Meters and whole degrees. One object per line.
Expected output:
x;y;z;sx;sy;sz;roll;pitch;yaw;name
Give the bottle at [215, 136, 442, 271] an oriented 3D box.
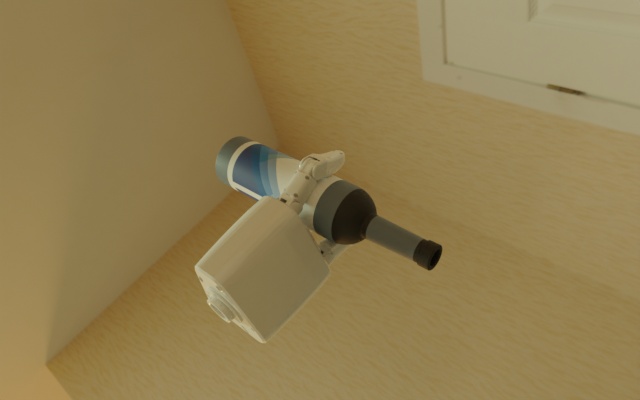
0.000;0.002;0.539;0.295;0.069;0.069;26;15;34;bottle
